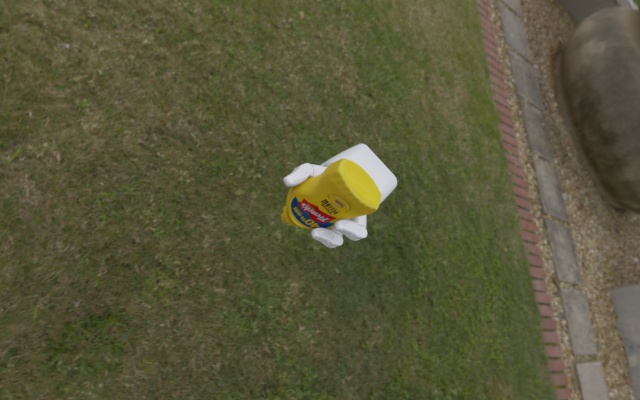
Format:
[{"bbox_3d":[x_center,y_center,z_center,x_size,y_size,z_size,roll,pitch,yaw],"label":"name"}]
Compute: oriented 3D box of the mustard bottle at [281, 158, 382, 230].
[{"bbox_3d":[0.000,0.003,0.783,0.096,0.058,0.192,42,-42,-23],"label":"mustard bottle"}]
